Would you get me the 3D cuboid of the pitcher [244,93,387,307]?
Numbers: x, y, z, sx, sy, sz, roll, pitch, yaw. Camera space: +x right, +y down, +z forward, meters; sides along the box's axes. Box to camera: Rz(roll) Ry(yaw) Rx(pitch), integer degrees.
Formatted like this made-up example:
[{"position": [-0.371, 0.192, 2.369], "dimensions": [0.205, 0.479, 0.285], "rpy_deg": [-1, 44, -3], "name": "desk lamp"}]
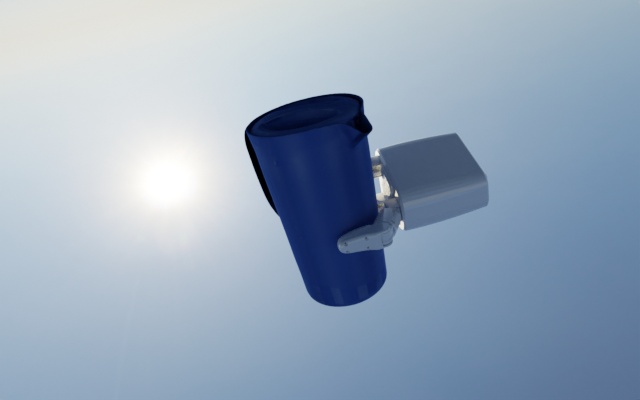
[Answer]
[{"position": [0.000, 0.002, 0.581], "dimensions": [0.145, 0.243, 0.149], "rpy_deg": [-15, 26, -1], "name": "pitcher"}]
